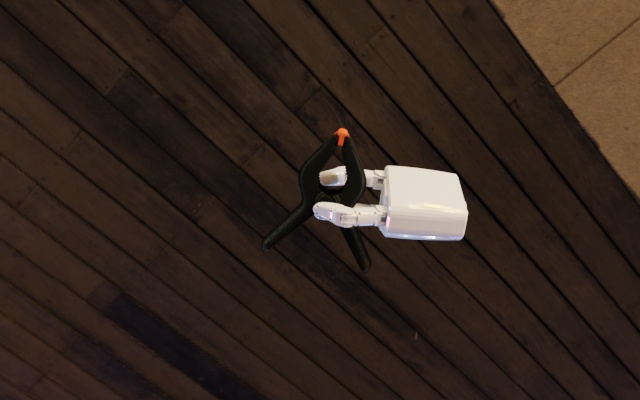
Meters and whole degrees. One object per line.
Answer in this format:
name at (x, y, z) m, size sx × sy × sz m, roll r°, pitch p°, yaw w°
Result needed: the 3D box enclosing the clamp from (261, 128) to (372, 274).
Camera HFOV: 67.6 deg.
clamp at (0.000, 0.002, 0.673) m, size 0.164 × 0.210 × 0.036 m, roll 5°, pitch 21°, yaw 2°
